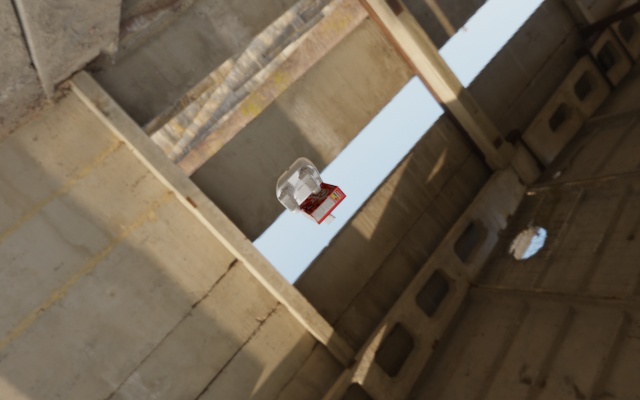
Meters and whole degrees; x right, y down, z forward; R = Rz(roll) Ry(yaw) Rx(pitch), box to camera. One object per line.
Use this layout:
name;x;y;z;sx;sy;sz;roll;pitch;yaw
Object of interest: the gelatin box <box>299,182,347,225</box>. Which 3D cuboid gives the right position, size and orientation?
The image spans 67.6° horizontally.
gelatin box;0.001;0.003;0.876;0.030;0.073;0.089;47;-8;-18
